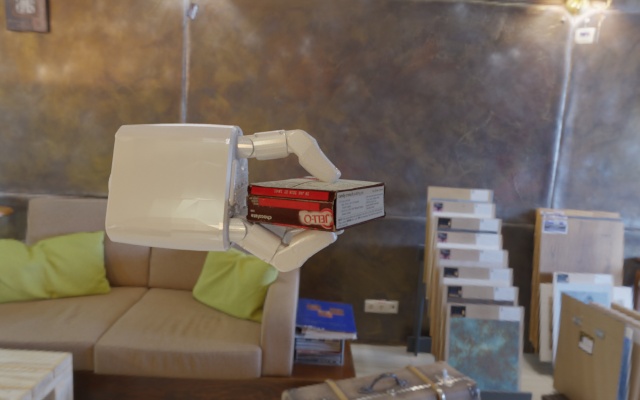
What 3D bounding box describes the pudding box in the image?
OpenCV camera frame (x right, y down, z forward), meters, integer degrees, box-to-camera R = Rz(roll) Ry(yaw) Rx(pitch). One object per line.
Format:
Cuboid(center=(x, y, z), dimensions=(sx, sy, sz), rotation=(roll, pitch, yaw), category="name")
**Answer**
Cuboid(center=(0.000, 0.001, 0.443), dimensions=(0.090, 0.039, 0.113), rotation=(6, 10, 29), category="pudding box")
